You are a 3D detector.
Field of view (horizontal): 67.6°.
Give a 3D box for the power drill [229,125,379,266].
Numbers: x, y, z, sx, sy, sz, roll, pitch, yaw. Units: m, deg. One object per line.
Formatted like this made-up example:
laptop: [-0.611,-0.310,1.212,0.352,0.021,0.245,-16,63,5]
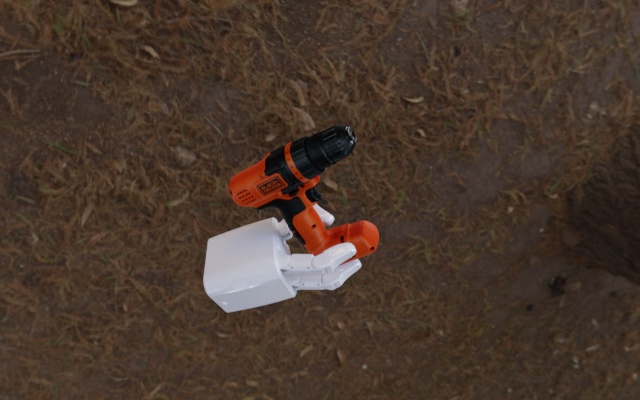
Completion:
power drill: [0.000,0.003,0.631,0.184,0.188,0.057,-23,31,26]
